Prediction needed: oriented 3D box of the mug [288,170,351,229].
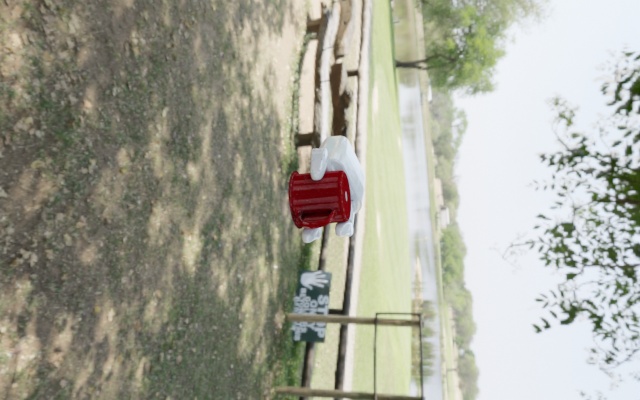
[{"bbox_3d":[0.000,0.003,0.741,0.081,0.093,0.117,-5,32,14],"label":"mug"}]
